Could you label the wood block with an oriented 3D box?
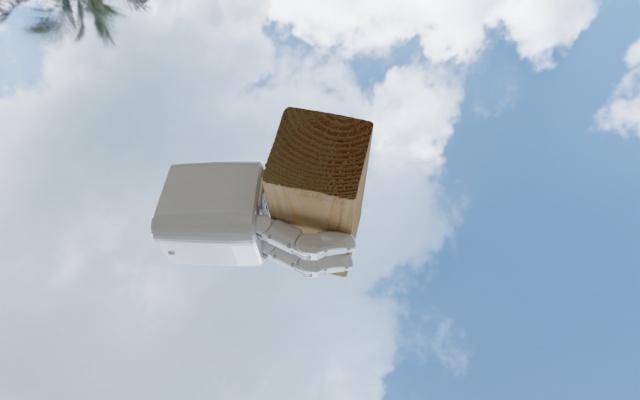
[{"bbox_3d":[0.000,0.001,0.532,0.090,0.090,0.206,11,-27,6],"label":"wood block"}]
